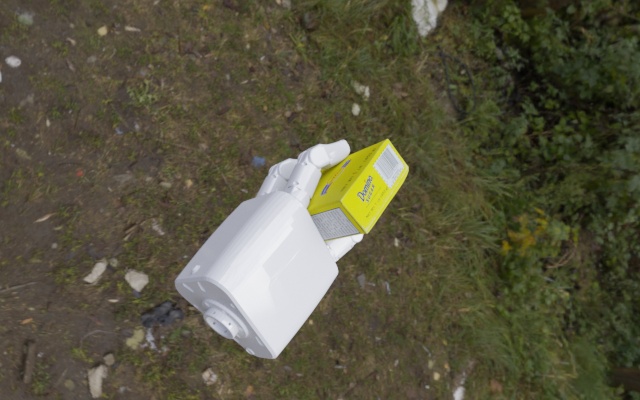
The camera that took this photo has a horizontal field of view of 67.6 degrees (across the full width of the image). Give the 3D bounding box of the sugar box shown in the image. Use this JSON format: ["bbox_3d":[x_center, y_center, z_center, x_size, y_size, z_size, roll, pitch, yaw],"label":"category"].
[{"bbox_3d":[0.000,0.001,0.493,0.176,0.048,0.093,-15,29,50],"label":"sugar box"}]
